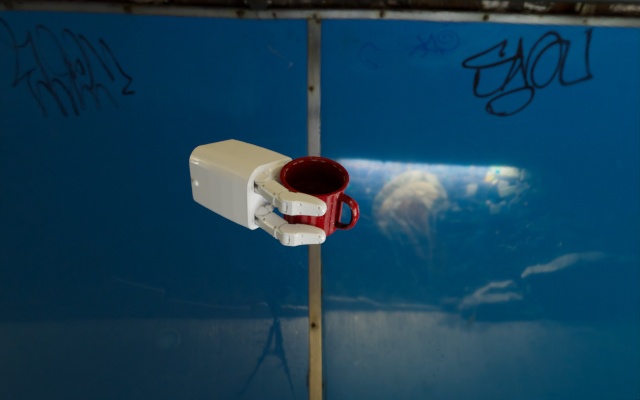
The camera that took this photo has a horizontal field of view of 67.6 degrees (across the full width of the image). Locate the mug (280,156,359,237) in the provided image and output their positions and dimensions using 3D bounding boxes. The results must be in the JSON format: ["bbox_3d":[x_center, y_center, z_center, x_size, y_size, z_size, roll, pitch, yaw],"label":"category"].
[{"bbox_3d":[0.001,0.003,0.655,0.117,0.082,0.093,23,42,21],"label":"mug"}]
